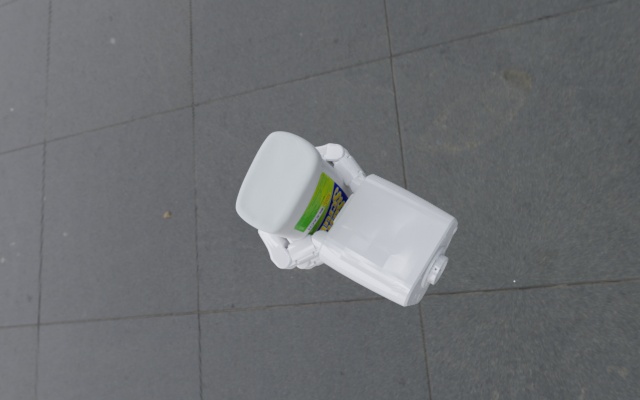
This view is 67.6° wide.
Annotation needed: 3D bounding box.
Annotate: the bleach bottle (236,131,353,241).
[{"bbox_3d":[0.000,0.002,0.574,0.068,0.102,0.251,29,3,23],"label":"bleach bottle"}]
